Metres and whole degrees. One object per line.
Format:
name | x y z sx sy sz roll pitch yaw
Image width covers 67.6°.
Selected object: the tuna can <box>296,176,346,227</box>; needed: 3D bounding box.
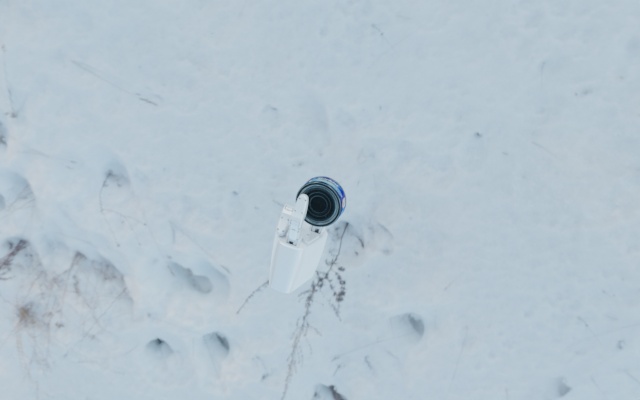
tuna can | 0.000 0.003 0.837 0.086 0.086 0.033 0 18 17
